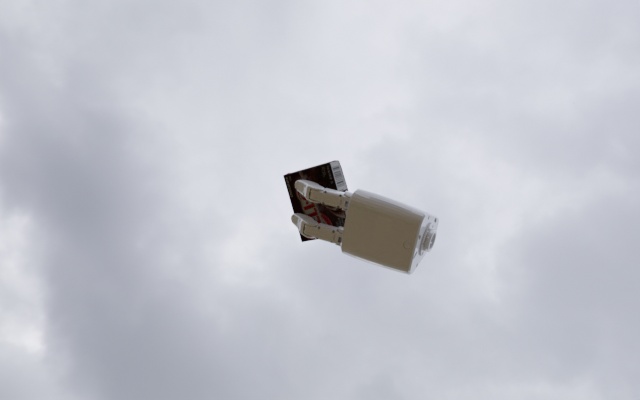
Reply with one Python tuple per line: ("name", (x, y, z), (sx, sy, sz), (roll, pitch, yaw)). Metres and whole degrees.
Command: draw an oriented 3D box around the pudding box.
("pudding box", (0.000, 0.002, 0.737), (0.090, 0.113, 0.039), (-13, 2, 32))
